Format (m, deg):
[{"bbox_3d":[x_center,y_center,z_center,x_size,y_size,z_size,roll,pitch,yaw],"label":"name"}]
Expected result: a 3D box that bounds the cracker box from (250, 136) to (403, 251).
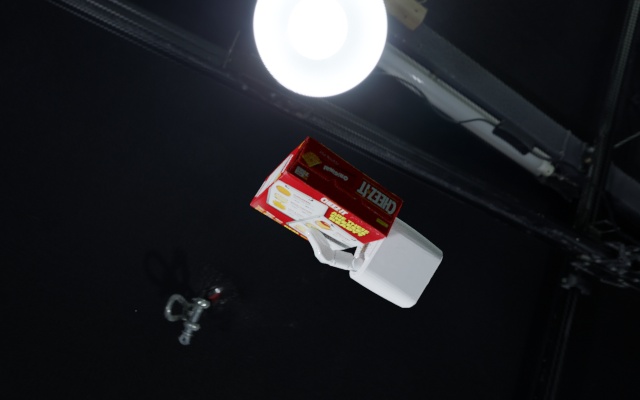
[{"bbox_3d":[0.000,0.003,0.727,0.164,0.072,0.214,33,-22,-11],"label":"cracker box"}]
